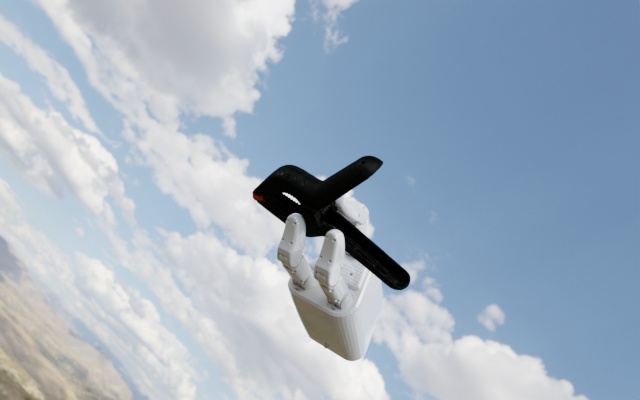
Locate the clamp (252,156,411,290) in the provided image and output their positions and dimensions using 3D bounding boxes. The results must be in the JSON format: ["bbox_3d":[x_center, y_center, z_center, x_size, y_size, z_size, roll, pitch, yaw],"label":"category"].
[{"bbox_3d":[0.000,0.001,0.518,0.210,0.165,0.036,22,50,35],"label":"clamp"}]
